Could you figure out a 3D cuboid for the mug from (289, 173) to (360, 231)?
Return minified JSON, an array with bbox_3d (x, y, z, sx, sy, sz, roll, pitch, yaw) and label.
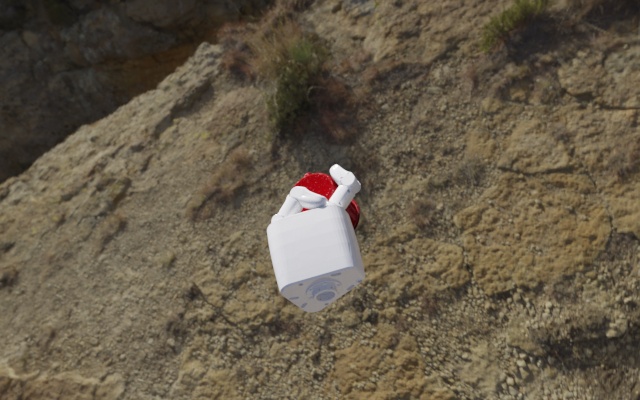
[{"bbox_3d":[0.000,0.001,0.746,0.093,0.117,0.081,-28,-41,13],"label":"mug"}]
